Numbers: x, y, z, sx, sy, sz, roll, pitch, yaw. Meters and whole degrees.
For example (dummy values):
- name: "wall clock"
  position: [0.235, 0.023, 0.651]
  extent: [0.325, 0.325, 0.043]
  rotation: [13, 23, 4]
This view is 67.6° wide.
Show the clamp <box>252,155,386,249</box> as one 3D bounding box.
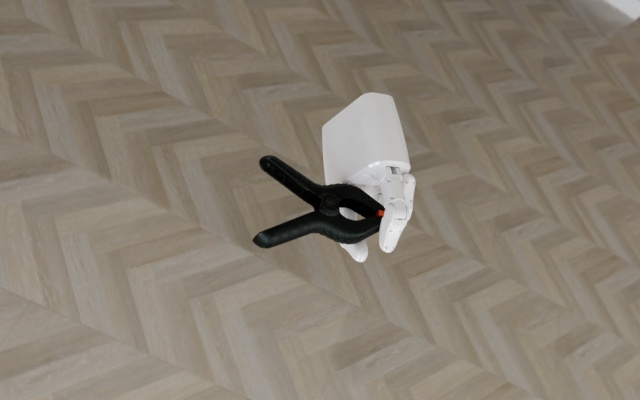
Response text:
- name: "clamp"
  position: [0.000, 0.002, 0.568]
  extent: [0.171, 0.120, 0.039]
  rotation: [4, -26, -22]
